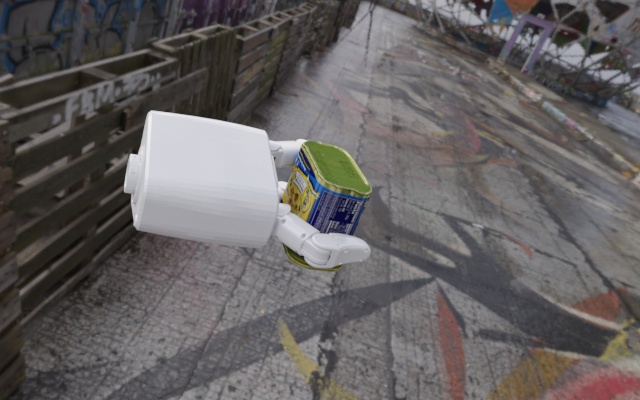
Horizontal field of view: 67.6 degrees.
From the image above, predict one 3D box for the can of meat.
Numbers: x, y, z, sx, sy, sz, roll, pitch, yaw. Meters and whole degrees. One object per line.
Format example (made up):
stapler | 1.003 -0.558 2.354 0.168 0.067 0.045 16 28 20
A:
can of meat | 0.000 0.001 0.447 0.057 0.084 0.102 10 28 -23
